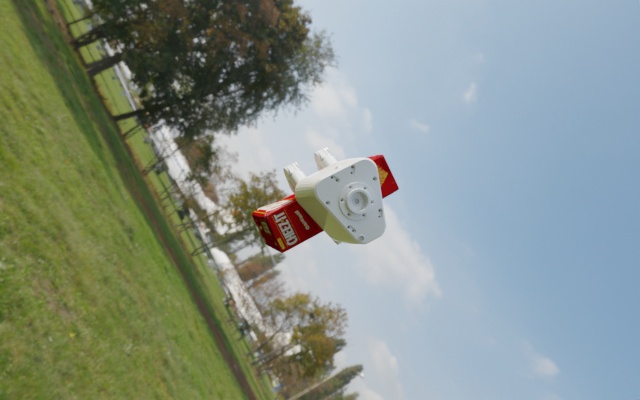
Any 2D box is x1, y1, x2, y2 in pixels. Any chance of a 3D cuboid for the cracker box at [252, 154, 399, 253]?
[{"bbox_3d":[0.000,0.003,0.801,0.213,0.072,0.164,-27,6,-14],"label":"cracker box"}]
